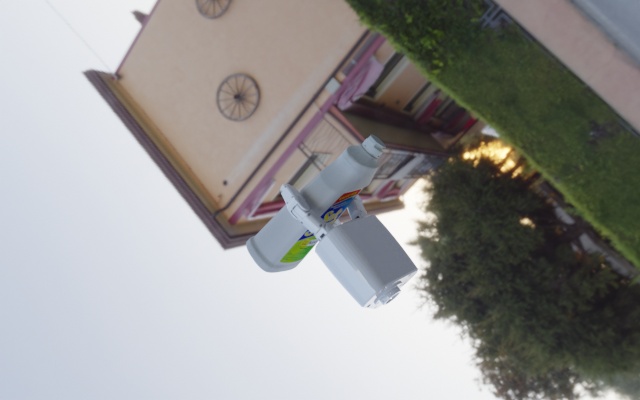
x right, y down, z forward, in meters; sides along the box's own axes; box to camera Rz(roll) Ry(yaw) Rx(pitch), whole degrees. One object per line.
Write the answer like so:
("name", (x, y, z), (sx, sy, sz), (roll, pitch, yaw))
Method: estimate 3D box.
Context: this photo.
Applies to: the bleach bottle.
("bleach bottle", (0.000, 0.002, 0.716), (0.251, 0.068, 0.102), (-48, -25, 21))
